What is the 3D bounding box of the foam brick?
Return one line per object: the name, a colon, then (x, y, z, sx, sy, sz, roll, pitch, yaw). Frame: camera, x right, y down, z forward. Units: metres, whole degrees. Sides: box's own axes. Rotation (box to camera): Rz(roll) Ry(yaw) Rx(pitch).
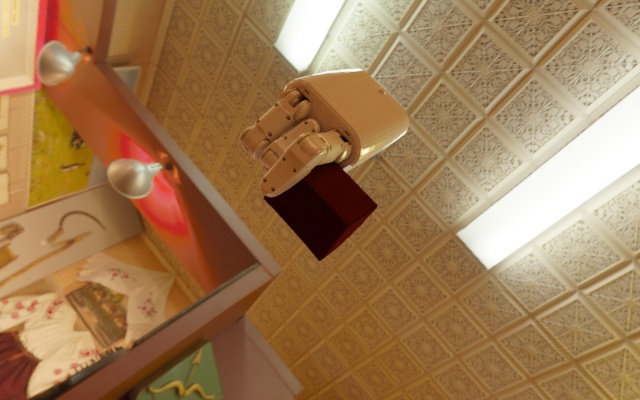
foam brick: (0.000, 0.002, 0.421, 0.051, 0.078, 0.053, -29, -18, -49)
